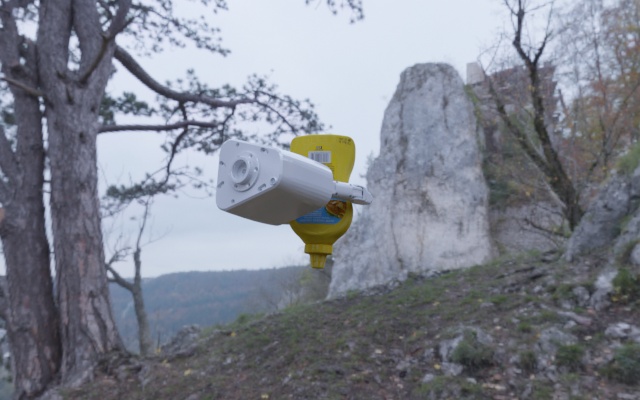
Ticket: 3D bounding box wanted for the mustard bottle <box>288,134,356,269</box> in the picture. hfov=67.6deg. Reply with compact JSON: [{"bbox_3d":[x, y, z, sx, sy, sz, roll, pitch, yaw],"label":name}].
[{"bbox_3d":[0.000,0.002,0.694,0.096,0.191,0.058,1,-11,10],"label":"mustard bottle"}]
